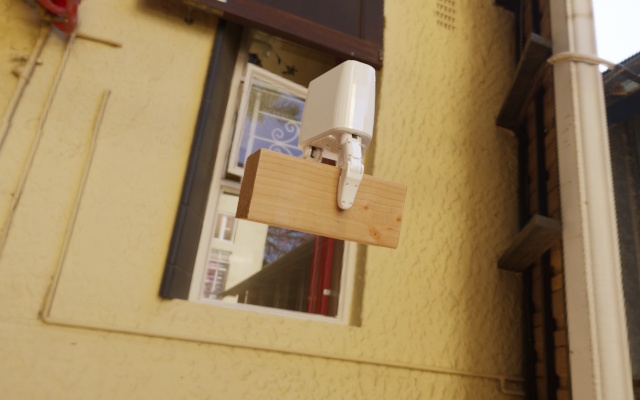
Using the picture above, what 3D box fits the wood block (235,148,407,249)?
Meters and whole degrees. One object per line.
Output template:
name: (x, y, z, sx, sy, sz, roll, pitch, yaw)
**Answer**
wood block: (0.000, 0.002, 0.646, 0.206, 0.090, 0.091, 13, -6, -19)
